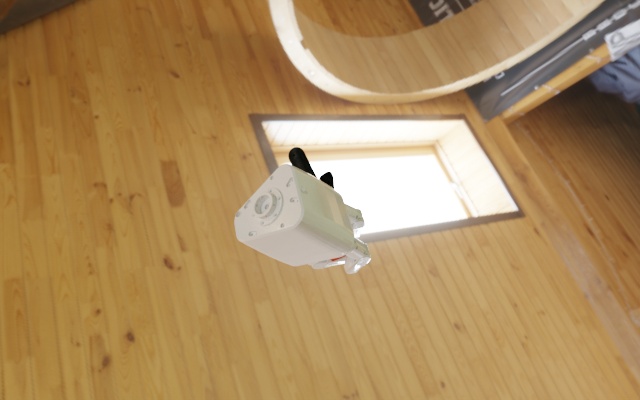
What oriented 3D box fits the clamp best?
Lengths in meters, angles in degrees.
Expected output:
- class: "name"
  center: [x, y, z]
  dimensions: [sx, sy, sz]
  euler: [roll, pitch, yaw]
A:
- class: "clamp"
  center: [0.000, 0.003, 0.701]
  dimensions: [0.039, 0.171, 0.120]
  euler: [-32, -37, 22]
